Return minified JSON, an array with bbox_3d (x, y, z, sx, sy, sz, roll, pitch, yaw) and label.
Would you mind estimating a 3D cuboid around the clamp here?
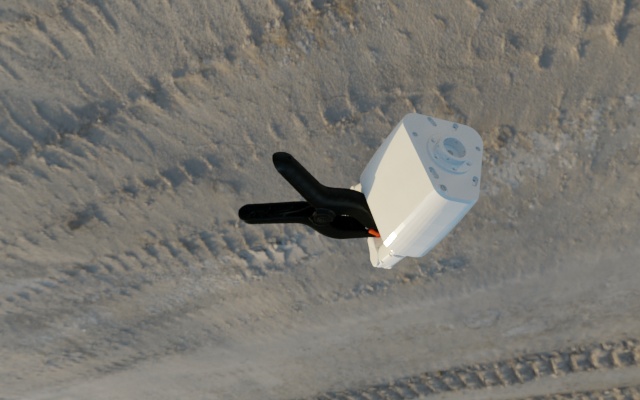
[{"bbox_3d":[0.000,0.002,0.545,0.171,0.039,0.120,10,-33,-15],"label":"clamp"}]
